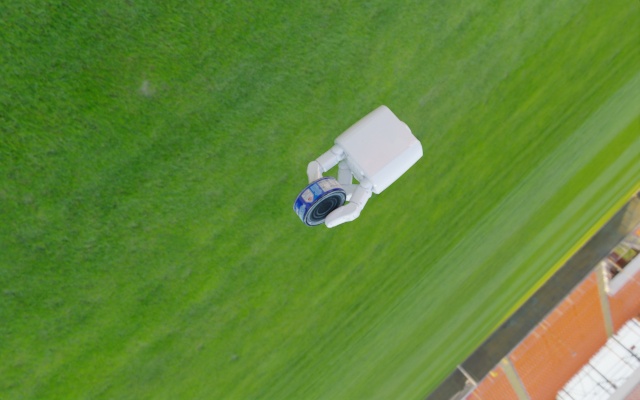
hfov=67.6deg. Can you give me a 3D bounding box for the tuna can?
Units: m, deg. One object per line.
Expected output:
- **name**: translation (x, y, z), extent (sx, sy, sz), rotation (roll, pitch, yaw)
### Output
- **tuna can**: translation (0.000, 0.003, 0.778), extent (0.086, 0.033, 0.086), rotation (-29, -28, -17)
